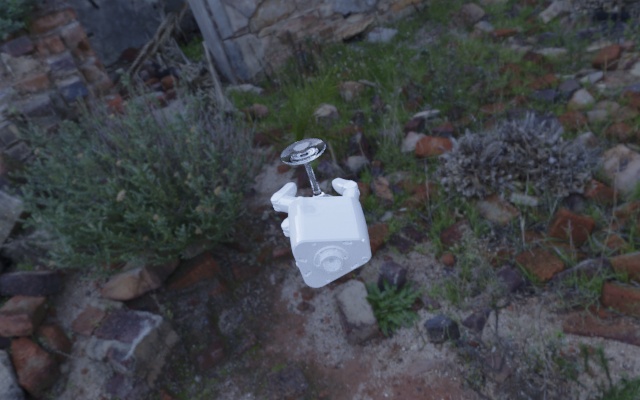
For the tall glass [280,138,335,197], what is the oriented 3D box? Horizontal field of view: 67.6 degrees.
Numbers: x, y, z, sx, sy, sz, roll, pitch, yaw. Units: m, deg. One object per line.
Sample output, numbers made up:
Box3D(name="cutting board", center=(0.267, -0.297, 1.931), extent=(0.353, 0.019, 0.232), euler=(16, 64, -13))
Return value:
Box3D(name="tall glass", center=(0.000, 0.002, 0.792), extent=(0.079, 0.201, 0.079), euler=(-14, 33, 9))
